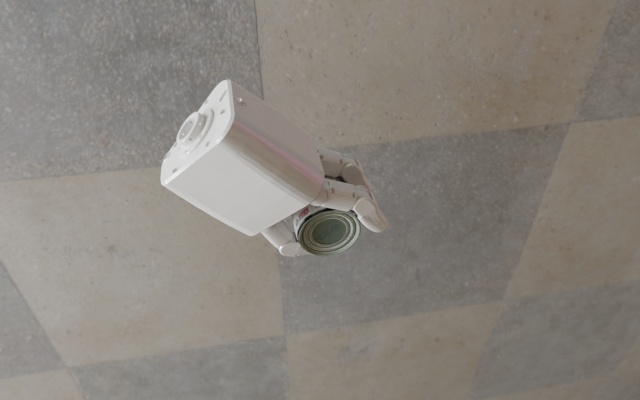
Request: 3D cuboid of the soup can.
[{"bbox_3d":[0.000,0.002,0.518,0.068,0.069,0.102,0,40,-14],"label":"soup can"}]
